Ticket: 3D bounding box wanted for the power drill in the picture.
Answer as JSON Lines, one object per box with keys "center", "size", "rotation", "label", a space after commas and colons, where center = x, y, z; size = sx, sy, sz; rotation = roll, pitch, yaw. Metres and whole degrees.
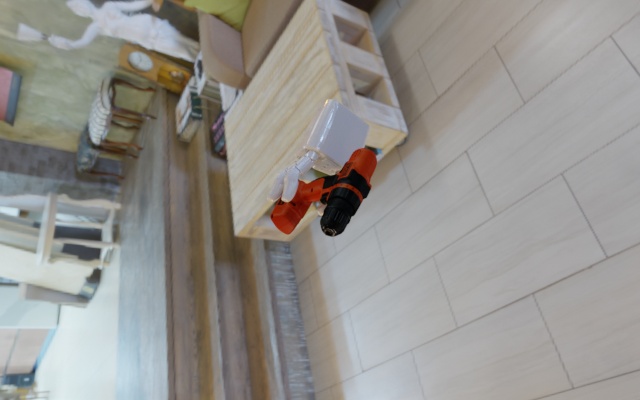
{"center": [0.000, 0.003, 0.808], "size": [0.188, 0.057, 0.184], "rotation": [-18, 31, 43], "label": "power drill"}
